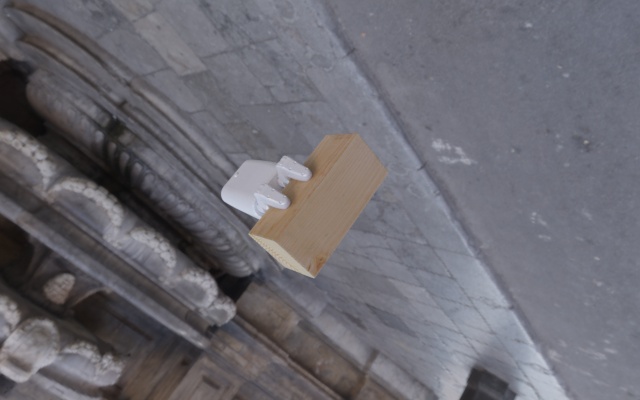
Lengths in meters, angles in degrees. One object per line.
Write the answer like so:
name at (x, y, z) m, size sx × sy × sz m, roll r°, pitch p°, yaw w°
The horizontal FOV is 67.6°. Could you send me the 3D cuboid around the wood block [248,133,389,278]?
wood block at (0.000, 0.003, 0.731) m, size 0.091 × 0.206 × 0.090 m, roll 47°, pitch -21°, yaw -28°
